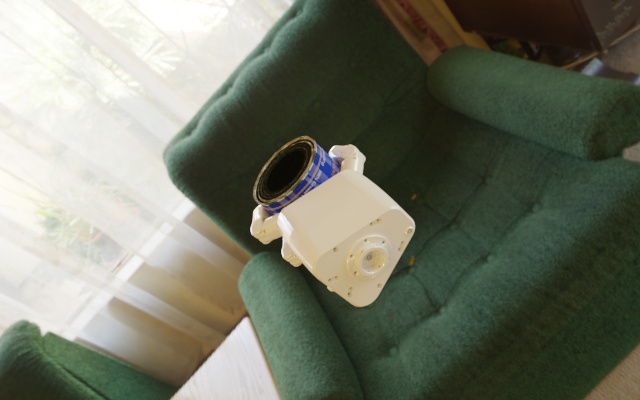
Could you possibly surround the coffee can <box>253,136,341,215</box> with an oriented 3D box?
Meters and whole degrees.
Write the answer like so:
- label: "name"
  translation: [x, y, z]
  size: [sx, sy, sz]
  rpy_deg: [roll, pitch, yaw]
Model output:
- label: "coffee can"
  translation: [0.000, 0.002, 0.608]
  size: [0.140, 0.102, 0.103]
  rpy_deg: [41, -24, -31]
